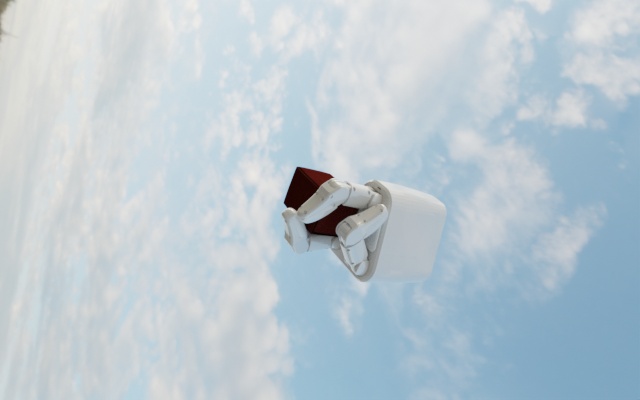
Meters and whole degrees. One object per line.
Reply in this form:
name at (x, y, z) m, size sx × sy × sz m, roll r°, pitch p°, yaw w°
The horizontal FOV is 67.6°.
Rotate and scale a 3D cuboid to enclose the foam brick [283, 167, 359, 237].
foam brick at (0.000, 0.002, 0.572) m, size 0.051 × 0.053 × 0.078 m, roll 8°, pitch 24°, yaw -37°
